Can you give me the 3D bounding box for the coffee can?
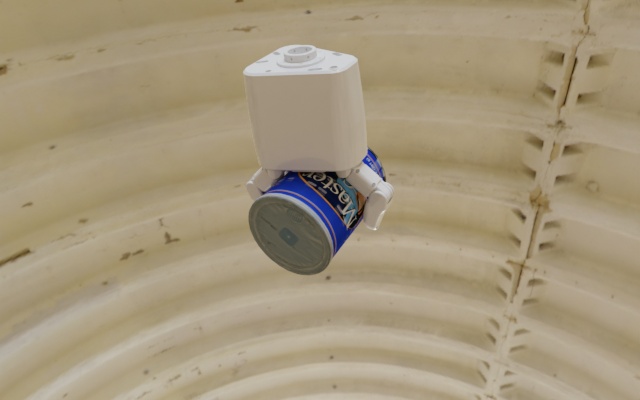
[{"bbox_3d":[0.000,0.002,0.547,0.103,0.103,0.140,0,32,36],"label":"coffee can"}]
